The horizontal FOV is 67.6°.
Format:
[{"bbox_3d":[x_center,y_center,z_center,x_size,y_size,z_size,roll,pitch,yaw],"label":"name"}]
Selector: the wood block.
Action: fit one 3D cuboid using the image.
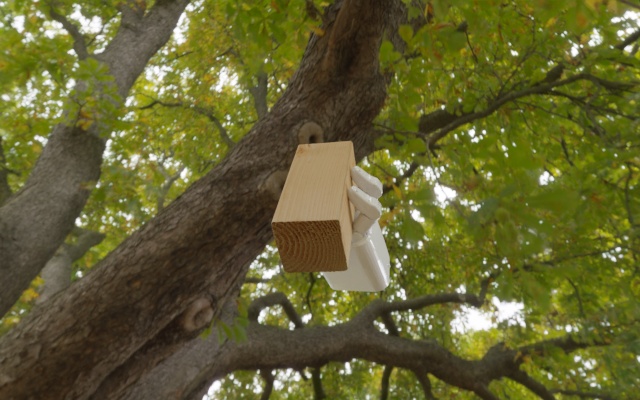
[{"bbox_3d":[0.000,0.003,0.703,0.091,0.090,0.206,-4,34,11],"label":"wood block"}]
